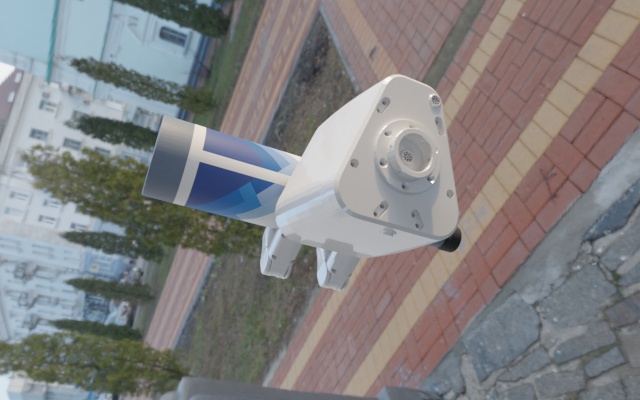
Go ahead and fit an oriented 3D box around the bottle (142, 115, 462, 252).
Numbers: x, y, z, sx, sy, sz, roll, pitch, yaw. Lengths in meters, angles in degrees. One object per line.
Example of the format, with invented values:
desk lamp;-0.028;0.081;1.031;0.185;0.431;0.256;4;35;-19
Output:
bottle;0.000;0.001;0.429;0.296;0.069;0.069;16;-6;-20
